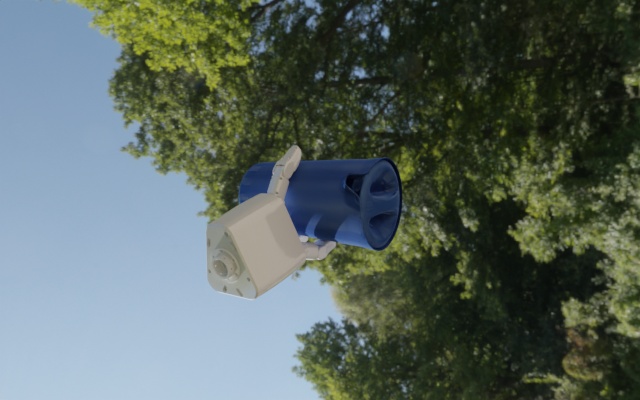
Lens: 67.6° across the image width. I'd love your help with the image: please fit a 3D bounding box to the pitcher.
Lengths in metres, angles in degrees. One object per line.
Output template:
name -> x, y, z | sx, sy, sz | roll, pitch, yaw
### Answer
pitcher -> 0.000, 0.002, 0.748 | 0.243, 0.149, 0.145 | 5, 26, 34
